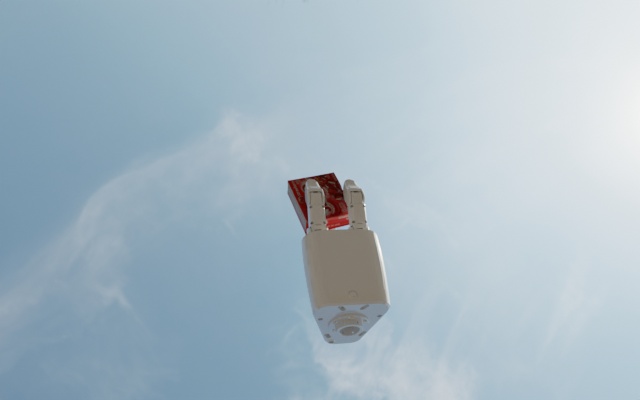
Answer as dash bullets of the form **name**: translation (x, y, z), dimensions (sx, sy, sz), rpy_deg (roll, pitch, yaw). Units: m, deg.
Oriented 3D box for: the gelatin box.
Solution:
- **gelatin box**: translation (0.000, 0.002, 0.679), dimensions (0.073, 0.030, 0.089), rpy_deg (-11, 47, -17)
